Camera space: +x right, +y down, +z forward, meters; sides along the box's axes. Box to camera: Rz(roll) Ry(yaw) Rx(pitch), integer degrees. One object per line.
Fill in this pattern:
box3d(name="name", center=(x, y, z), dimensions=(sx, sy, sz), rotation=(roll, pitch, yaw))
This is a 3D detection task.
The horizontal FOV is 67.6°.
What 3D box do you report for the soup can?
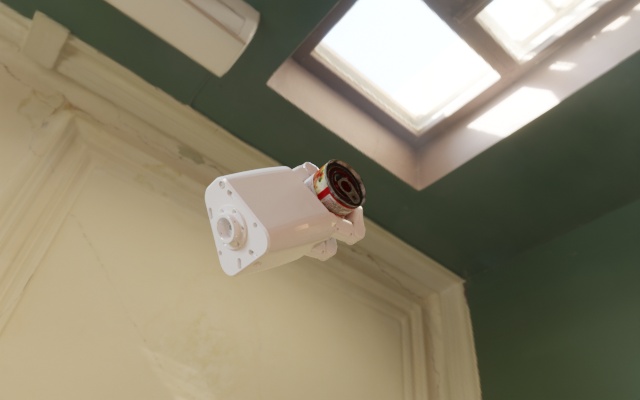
box3d(name="soup can", center=(0.000, 0.002, 0.618), dimensions=(0.068, 0.068, 0.102), rotation=(0, -29, -46))
